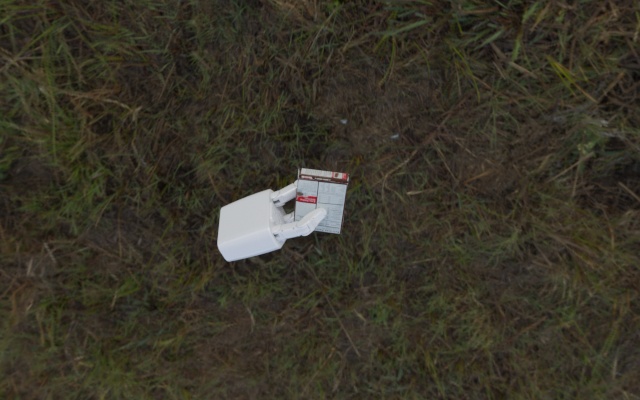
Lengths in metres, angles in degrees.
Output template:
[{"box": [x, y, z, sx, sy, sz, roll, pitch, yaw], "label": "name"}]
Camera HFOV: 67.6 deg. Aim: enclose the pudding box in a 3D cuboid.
[{"box": [0.000, 0.003, 0.849, 0.090, 0.114, 0.039, 6, 34, 0], "label": "pudding box"}]
